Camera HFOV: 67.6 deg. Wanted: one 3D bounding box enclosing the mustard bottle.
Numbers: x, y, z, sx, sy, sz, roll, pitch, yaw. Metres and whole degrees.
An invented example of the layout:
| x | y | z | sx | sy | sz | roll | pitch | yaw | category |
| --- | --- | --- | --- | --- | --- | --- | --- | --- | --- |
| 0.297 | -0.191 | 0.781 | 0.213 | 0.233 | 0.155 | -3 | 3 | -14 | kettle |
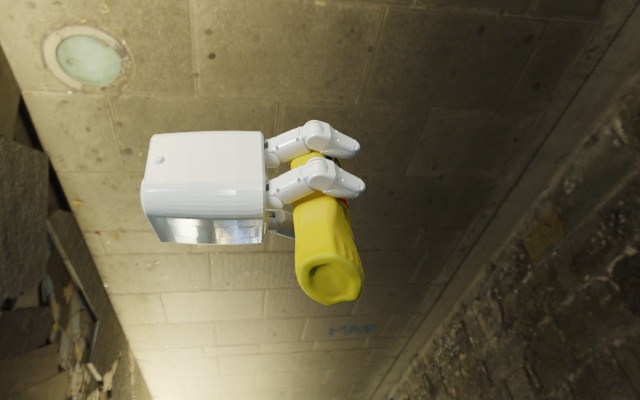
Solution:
| x | y | z | sx | sy | sz | roll | pitch | yaw | category |
| --- | --- | --- | --- | --- | --- | --- | --- | --- | --- |
| 0.000 | 0.002 | 0.485 | 0.058 | 0.191 | 0.096 | -16 | -40 | 10 | mustard bottle |
